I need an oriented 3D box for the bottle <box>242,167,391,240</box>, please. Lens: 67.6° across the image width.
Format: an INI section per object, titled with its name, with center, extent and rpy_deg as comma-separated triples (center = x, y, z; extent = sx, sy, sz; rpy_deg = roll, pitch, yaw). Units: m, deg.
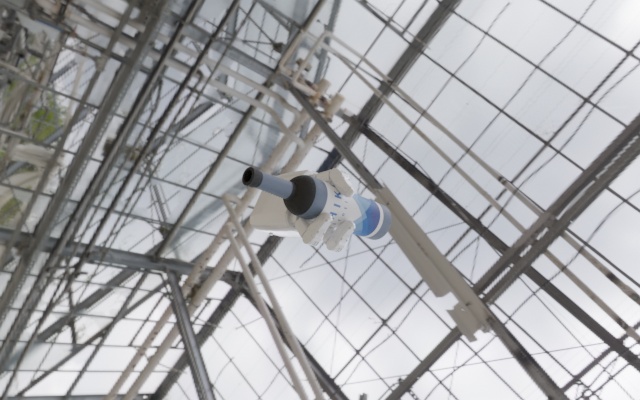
[bottle]
center = 0.000, 0.003, 0.768
extent = 0.069, 0.069, 0.296
rpy_deg = 0, -15, 46
